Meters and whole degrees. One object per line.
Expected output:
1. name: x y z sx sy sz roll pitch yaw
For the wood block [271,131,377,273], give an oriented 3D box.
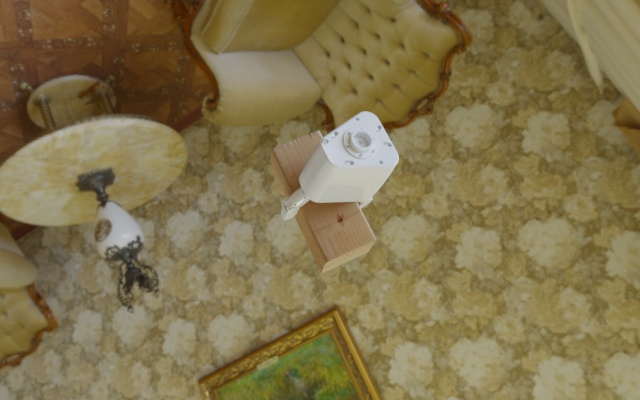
1. wood block: 0.000 0.003 0.794 0.091 0.206 0.090 -23 -16 -12
